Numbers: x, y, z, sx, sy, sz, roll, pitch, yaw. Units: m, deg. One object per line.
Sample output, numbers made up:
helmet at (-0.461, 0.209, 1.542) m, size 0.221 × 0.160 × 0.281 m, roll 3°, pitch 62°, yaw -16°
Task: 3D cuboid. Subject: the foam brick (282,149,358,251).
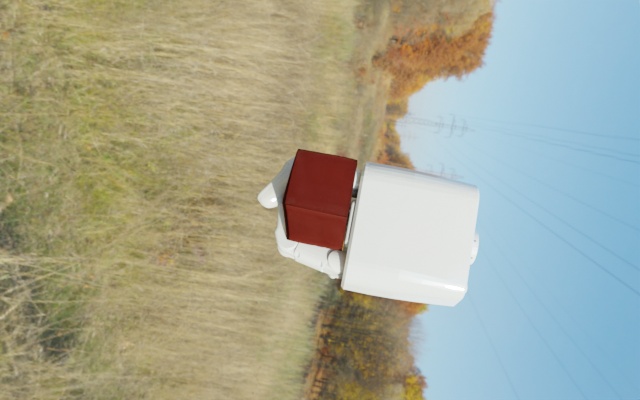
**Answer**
foam brick at (0.000, 0.001, 0.403) m, size 0.051 × 0.053 × 0.078 m, roll 11°, pitch -25°, yaw 5°
